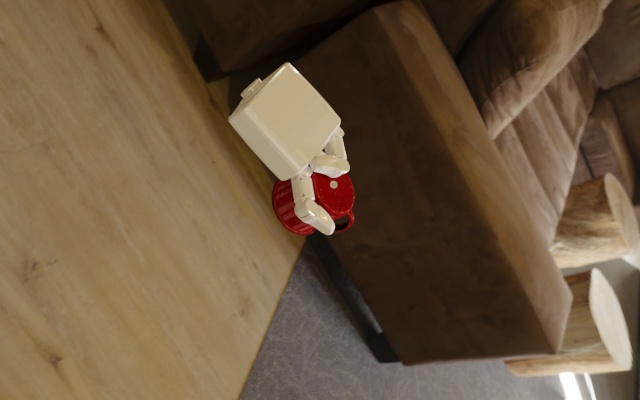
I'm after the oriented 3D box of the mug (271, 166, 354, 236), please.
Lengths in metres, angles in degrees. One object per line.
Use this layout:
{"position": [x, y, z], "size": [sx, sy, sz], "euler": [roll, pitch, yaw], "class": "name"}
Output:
{"position": [0.001, 0.003, 0.673], "size": [0.081, 0.117, 0.093], "euler": [-25, 27, 41], "class": "mug"}
